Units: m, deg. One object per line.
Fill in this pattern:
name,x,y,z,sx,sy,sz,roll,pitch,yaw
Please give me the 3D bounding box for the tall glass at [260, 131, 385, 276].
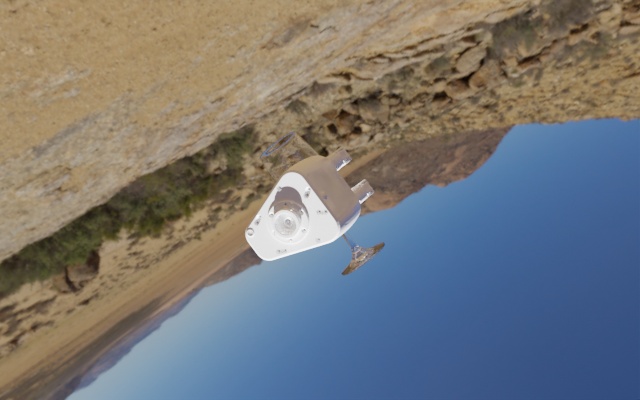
tall glass,0.001,0.003,0.663,0.079,0.201,0.079,-37,1,0
